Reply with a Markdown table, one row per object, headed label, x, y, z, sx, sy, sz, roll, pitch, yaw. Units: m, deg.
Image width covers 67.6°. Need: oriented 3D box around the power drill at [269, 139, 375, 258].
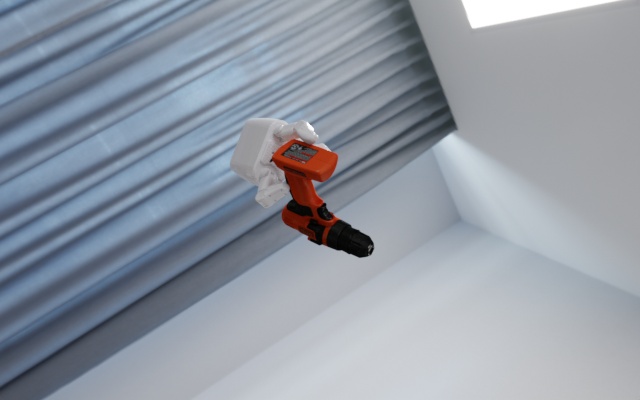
| label | x | y | z | sx | sy | sz | roll | pitch | yaw |
| --- | --- | --- | --- | --- | --- | --- | --- | --- | --- |
| power drill | 0.000 | 0.002 | 0.769 | 0.184 | 0.188 | 0.057 | 21 | 51 | 30 |
